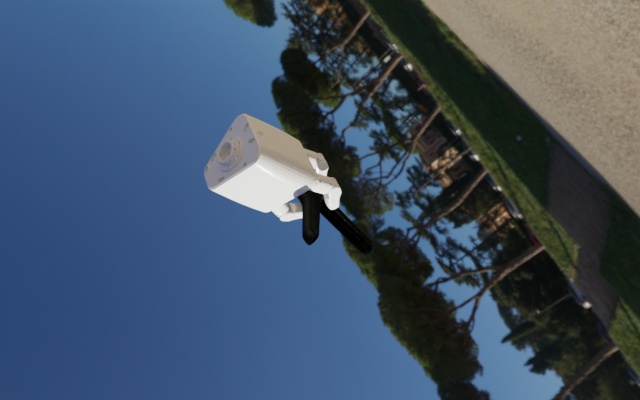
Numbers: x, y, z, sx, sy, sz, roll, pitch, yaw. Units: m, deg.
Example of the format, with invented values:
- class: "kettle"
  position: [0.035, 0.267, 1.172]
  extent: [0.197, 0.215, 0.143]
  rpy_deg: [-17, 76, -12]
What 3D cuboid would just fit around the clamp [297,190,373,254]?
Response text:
- class: "clamp"
  position: [-0.001, 0.003, 0.778]
  extent: [0.036, 0.209, 0.164]
  rpy_deg: [-43, -39, 21]
